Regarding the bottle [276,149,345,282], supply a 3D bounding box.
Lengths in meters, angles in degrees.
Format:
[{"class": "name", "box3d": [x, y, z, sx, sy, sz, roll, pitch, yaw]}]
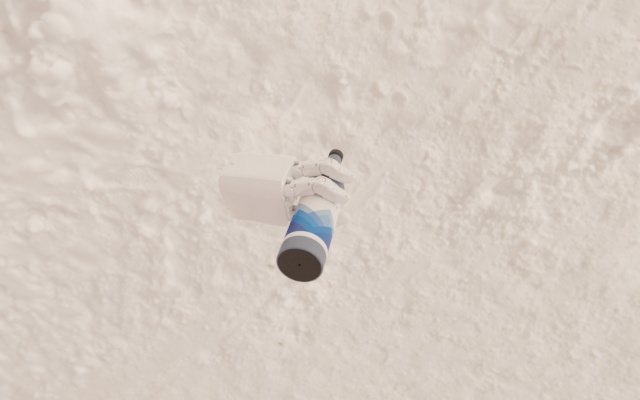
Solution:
[{"class": "bottle", "box3d": [0.000, 0.003, 0.766, 0.069, 0.069, 0.295, 0, 36, 14]}]
